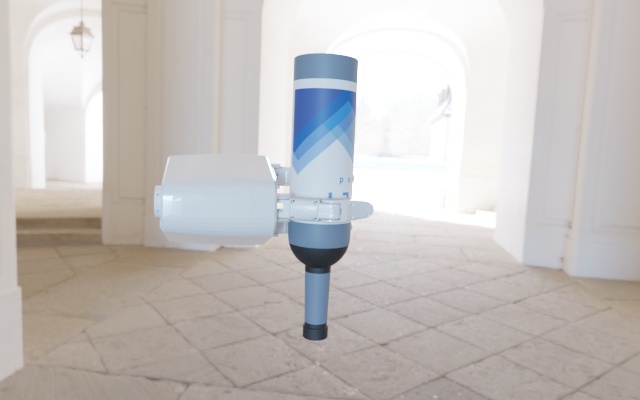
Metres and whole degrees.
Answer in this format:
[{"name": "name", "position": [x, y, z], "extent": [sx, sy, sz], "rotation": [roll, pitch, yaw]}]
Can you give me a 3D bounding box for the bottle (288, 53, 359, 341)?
[{"name": "bottle", "position": [0.000, 0.001, 0.505], "extent": [0.069, 0.296, 0.069], "rotation": [2, 6, 0]}]
